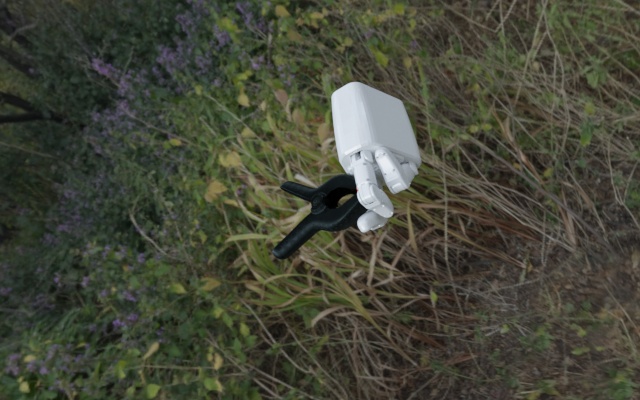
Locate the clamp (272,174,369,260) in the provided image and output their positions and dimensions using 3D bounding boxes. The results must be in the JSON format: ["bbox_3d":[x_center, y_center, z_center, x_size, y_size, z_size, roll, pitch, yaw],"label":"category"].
[{"bbox_3d":[0.000,0.002,0.652,0.171,0.120,0.039,-25,-32,28],"label":"clamp"}]
